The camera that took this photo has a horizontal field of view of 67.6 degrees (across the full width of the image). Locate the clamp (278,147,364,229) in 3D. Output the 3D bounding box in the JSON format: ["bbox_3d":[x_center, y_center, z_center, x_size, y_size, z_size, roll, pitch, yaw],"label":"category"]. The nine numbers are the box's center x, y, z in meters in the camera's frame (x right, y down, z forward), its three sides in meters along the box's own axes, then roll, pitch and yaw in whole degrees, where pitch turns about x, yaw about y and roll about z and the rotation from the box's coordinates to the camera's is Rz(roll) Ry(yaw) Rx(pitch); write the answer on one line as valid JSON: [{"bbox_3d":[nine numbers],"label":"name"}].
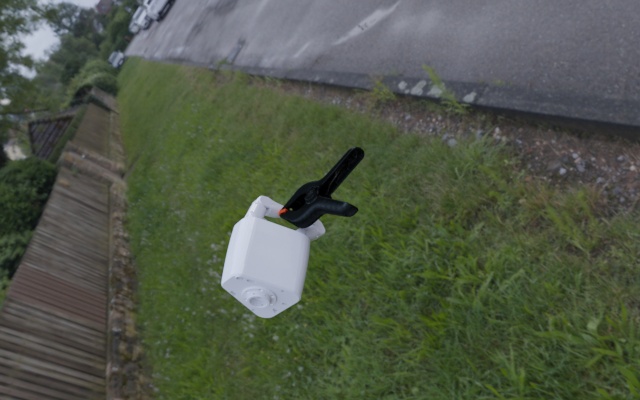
[{"bbox_3d":[0.000,0.002,0.713,0.039,0.120,0.171,36,-53,-23],"label":"clamp"}]
